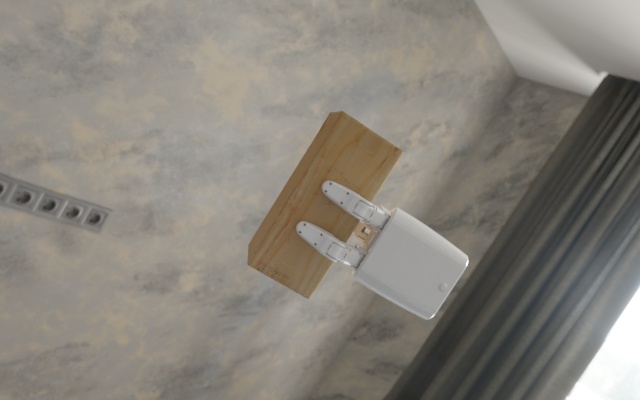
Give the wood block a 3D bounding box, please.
[{"bbox_3d":[0.000,0.002,0.592,0.090,0.206,0.091,31,4,-11],"label":"wood block"}]
